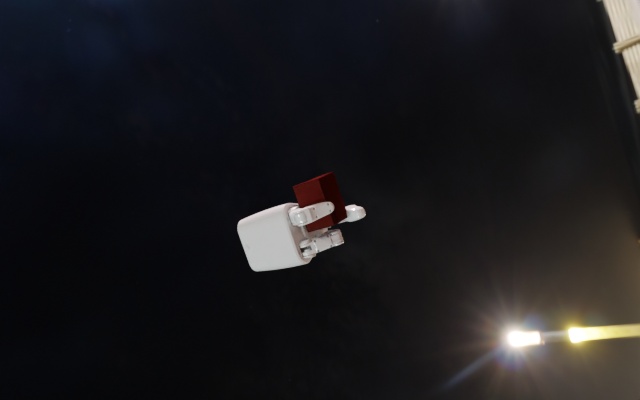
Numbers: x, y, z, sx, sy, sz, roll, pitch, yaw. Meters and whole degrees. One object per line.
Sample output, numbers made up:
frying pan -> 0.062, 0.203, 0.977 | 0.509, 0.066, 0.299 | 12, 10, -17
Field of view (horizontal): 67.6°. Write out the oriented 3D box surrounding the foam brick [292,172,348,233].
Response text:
foam brick -> 0.000, 0.002, 0.745 | 0.051, 0.078, 0.053 | -16, 5, 33
